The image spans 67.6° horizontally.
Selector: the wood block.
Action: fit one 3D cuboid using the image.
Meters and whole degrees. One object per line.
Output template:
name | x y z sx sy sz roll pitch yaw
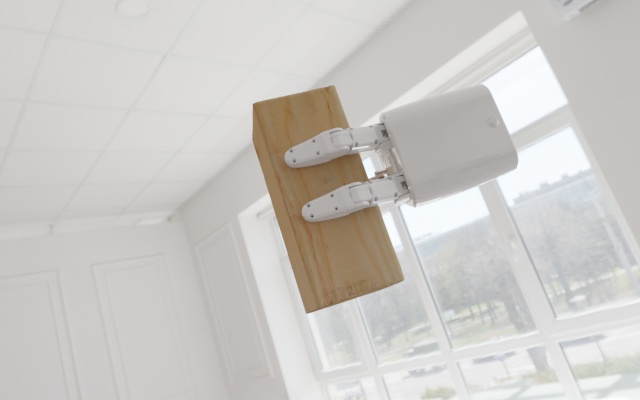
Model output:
wood block | 0.000 0.001 0.492 0.090 0.206 0.091 -15 -14 -12
